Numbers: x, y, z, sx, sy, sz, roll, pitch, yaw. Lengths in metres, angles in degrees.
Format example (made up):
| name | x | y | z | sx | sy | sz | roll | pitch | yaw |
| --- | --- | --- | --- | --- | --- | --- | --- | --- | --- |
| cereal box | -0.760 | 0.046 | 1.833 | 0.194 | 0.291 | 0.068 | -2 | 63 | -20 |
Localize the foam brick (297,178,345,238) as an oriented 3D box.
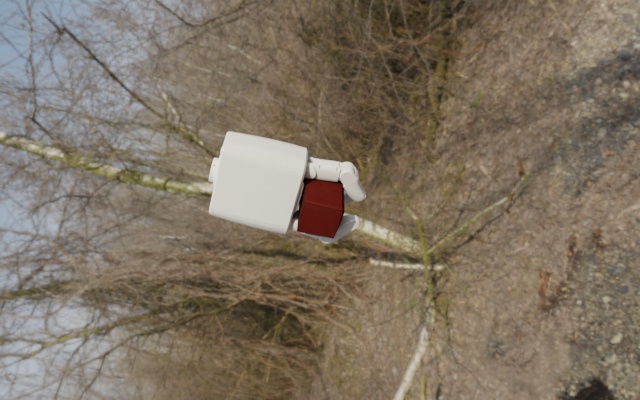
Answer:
| name | x | y | z | sx | sy | sz | roll | pitch | yaw |
| --- | --- | --- | --- | --- | --- | --- | --- | --- | --- |
| foam brick | 0.000 | 0.002 | 0.624 | 0.051 | 0.053 | 0.078 | 12 | 40 | -8 |
